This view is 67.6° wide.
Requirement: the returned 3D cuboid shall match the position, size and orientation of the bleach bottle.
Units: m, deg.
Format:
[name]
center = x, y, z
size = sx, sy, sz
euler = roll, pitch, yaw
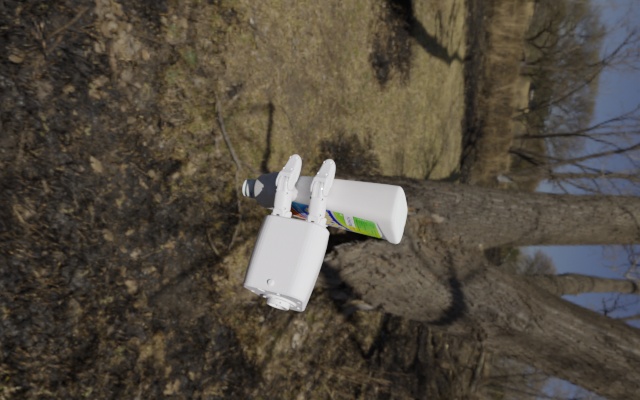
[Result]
[bleach bottle]
center = 0.000, 0.002, 0.731
size = 0.251, 0.068, 0.103
euler = 9, -23, 20
